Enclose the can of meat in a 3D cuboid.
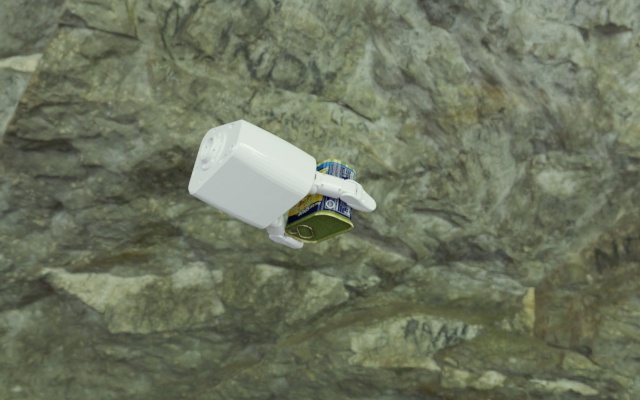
[{"bbox_3d":[0.000,0.002,0.639,0.057,0.084,0.102,25,-31,-30],"label":"can of meat"}]
